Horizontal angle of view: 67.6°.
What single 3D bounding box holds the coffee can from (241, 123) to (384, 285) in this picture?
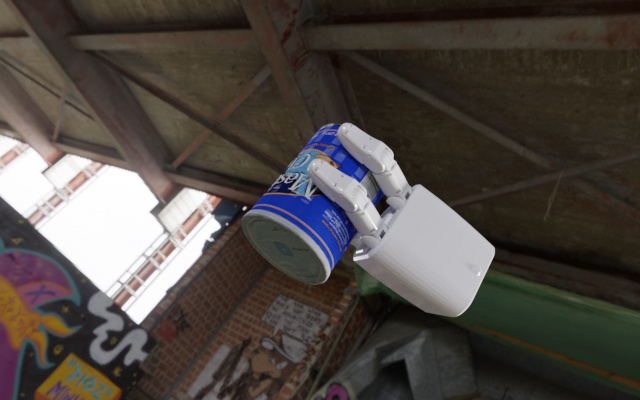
[{"bbox_3d":[0.000,0.002,0.503,0.103,0.103,0.140,0,44,48],"label":"coffee can"}]
